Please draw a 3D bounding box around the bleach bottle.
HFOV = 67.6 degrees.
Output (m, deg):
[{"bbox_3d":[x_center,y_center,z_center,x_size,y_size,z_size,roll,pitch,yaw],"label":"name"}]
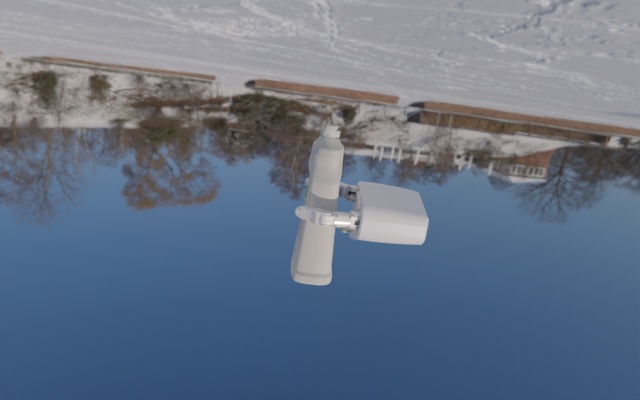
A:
[{"bbox_3d":[0.000,0.003,0.780,0.068,0.251,0.102,7,13,-6],"label":"bleach bottle"}]
